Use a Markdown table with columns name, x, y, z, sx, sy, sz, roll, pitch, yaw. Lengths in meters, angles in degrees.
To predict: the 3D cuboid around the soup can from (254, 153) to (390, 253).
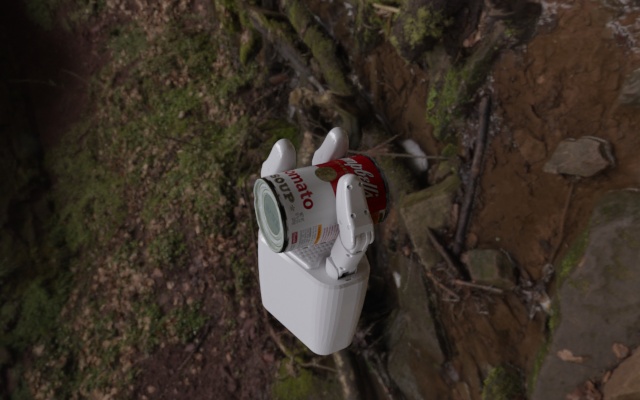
| name | x | y | z | sx | sy | sz | roll | pitch | yaw |
| --- | --- | --- | --- | --- | --- | --- | --- | --- | --- |
| soup can | 0.000 | 0.001 | 0.420 | 0.102 | 0.068 | 0.068 | -15 | 6 | -24 |
